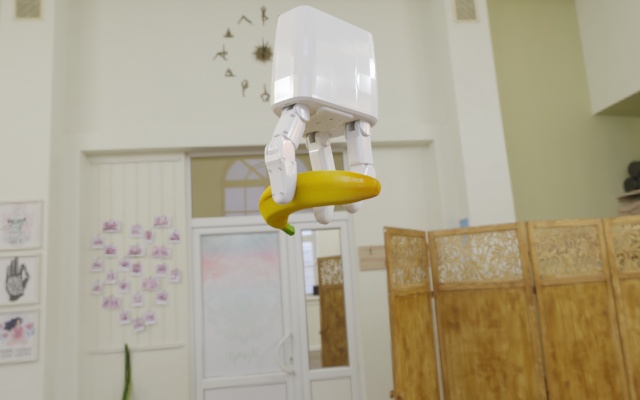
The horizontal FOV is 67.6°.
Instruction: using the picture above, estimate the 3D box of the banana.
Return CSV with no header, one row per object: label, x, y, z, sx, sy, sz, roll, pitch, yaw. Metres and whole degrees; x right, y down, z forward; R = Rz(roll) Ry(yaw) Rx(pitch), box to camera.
banana,-0.018,-0.002,0.492,0.069,0.037,0.198,14,-19,-25
